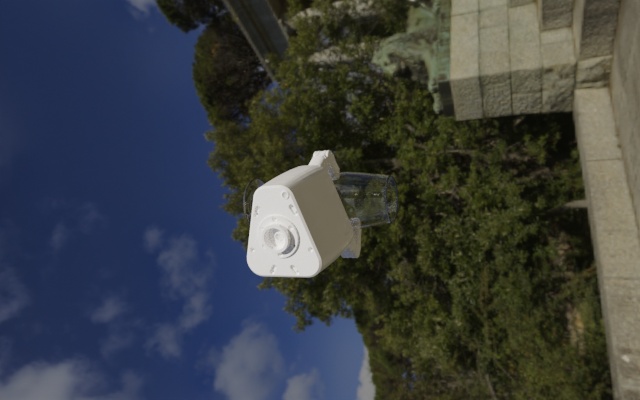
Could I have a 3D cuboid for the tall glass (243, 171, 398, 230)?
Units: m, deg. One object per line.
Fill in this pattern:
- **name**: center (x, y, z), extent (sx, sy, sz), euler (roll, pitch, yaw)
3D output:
- **tall glass**: center (0.000, 0.002, 0.648), extent (0.201, 0.079, 0.079), euler (-3, -1, 22)
